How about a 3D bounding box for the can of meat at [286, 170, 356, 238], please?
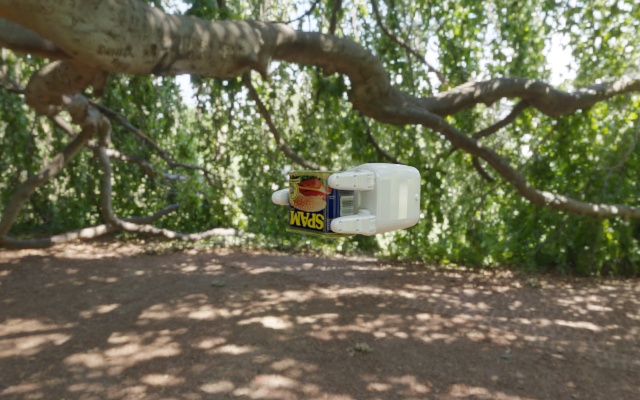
[{"bbox_3d":[0.000,0.002,0.642,0.057,0.084,0.102,-3,6,-41],"label":"can of meat"}]
